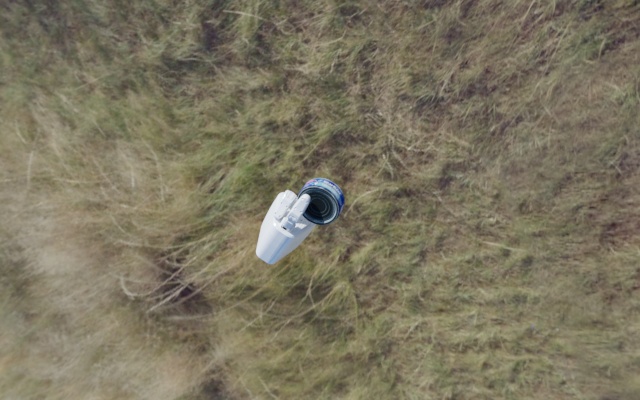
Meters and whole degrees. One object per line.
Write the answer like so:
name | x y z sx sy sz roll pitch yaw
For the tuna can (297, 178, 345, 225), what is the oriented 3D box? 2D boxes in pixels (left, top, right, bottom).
tuna can | 0.000 0.003 0.891 0.086 0.086 0.033 0 29 23
